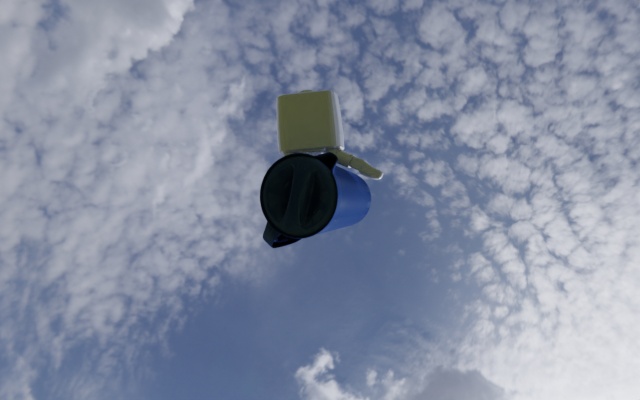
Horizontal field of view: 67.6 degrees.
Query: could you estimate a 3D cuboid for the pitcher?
[{"bbox_3d":[0.000,0.003,0.844,0.149,0.145,0.243,-7,-4,22],"label":"pitcher"}]
